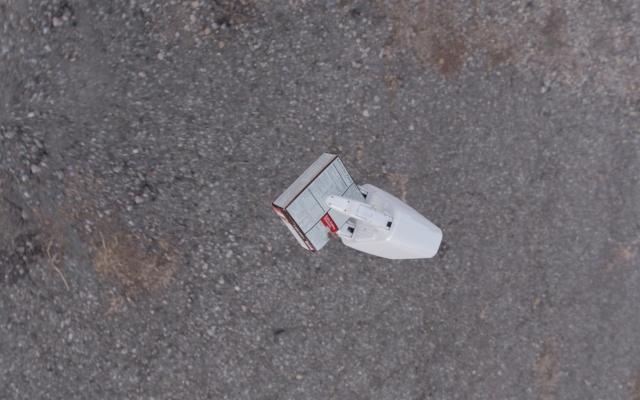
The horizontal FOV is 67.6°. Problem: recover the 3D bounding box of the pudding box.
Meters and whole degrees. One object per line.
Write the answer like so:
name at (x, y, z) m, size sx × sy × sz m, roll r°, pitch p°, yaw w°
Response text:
pudding box at (0.000, 0.002, 0.663) m, size 0.113 × 0.090 × 0.039 m, roll -46°, pitch 31°, yaw -20°
